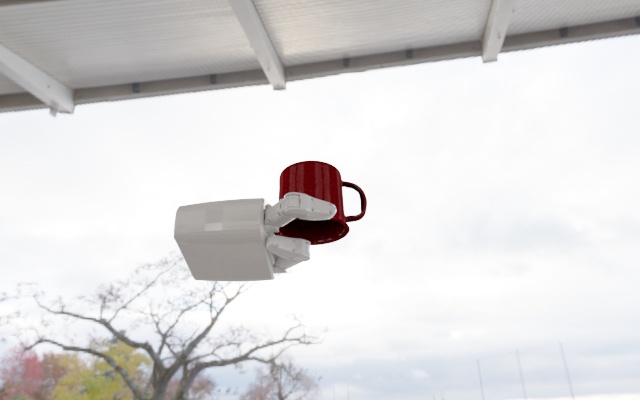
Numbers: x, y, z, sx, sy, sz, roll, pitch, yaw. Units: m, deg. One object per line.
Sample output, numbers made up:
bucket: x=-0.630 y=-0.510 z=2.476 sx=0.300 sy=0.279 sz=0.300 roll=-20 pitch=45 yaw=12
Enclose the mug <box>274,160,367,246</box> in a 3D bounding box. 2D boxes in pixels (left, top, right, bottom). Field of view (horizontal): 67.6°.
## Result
mug: x=0.002 y=0.002 z=0.600 sx=0.117 sy=0.081 sz=0.093 roll=-3 pitch=-26 yaw=2
